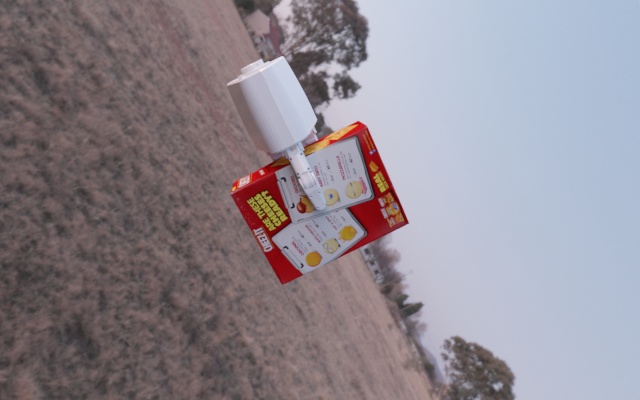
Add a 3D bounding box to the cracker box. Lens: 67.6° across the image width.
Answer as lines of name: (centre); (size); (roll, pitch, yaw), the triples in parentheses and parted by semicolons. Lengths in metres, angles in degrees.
cracker box: (0.000, 0.002, 0.713); (0.214, 0.164, 0.072); (-26, 18, 2)
